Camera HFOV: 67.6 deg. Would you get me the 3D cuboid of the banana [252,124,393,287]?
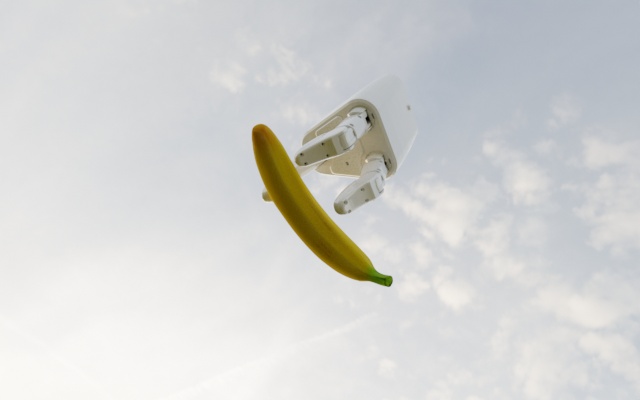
[{"bbox_3d":[-0.007,0.012,0.476,0.037,0.198,0.070,-44,4,-40],"label":"banana"}]
